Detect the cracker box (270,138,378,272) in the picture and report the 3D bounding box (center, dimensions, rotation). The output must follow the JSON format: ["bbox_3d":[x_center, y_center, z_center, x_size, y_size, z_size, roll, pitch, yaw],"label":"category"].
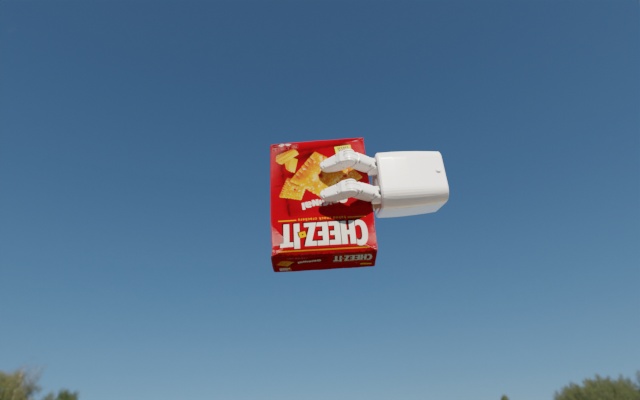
[{"bbox_3d":[0.000,0.003,0.787,0.164,0.213,0.072,-4,-30,-1],"label":"cracker box"}]
